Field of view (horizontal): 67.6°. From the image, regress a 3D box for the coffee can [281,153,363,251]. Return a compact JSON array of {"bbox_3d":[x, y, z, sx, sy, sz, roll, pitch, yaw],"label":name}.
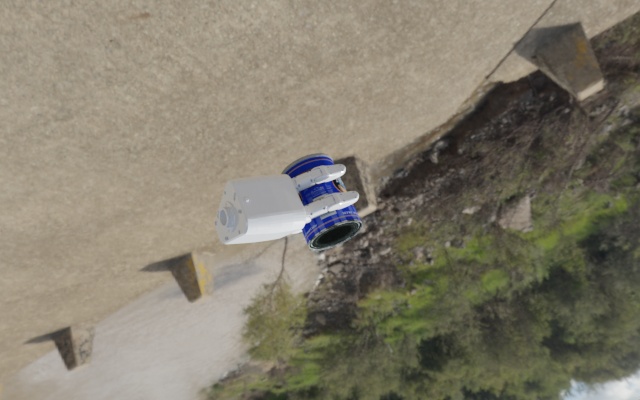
[{"bbox_3d":[0.000,0.003,0.842,0.103,0.140,0.103,-20,-23,-9],"label":"coffee can"}]
